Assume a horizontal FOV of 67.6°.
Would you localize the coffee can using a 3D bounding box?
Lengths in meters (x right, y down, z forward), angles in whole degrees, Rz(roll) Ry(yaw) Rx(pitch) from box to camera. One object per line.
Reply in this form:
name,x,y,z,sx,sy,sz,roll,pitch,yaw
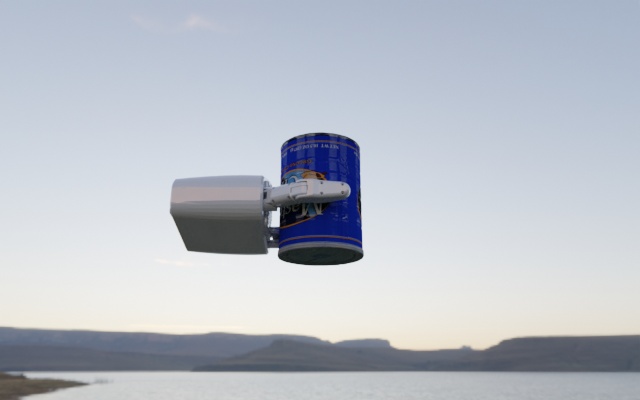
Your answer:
coffee can,0.000,0.002,0.588,0.103,0.140,0.103,0,-19,0
